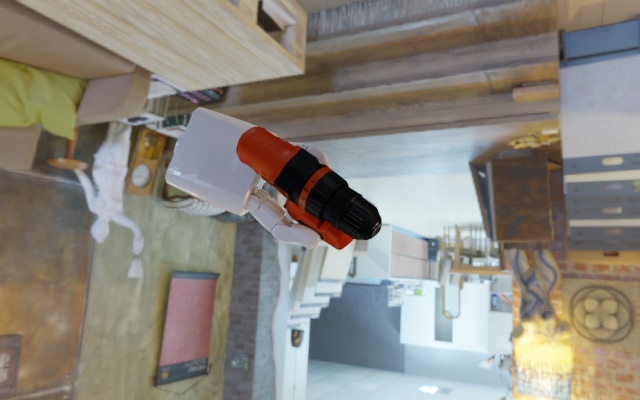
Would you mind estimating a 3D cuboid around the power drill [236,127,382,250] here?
[{"bbox_3d":[0.000,0.002,0.565,0.184,0.057,0.188,37,-9,20],"label":"power drill"}]
